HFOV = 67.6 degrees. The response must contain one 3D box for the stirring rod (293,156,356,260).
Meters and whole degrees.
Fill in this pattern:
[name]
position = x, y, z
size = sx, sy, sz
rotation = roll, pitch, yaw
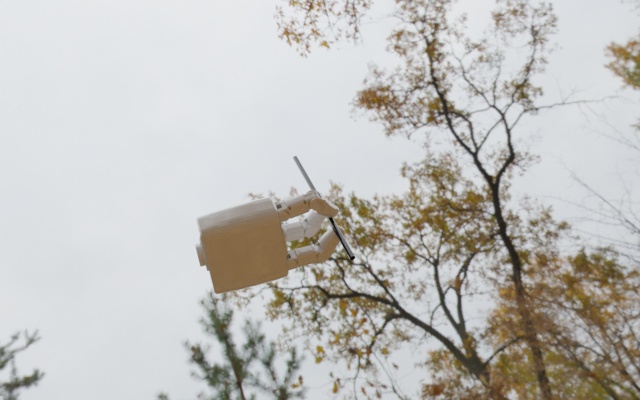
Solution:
[stirring rod]
position = 0.000, 0.002, 0.716
size = 0.011, 0.011, 0.239
rotation = 0, 38, -27
